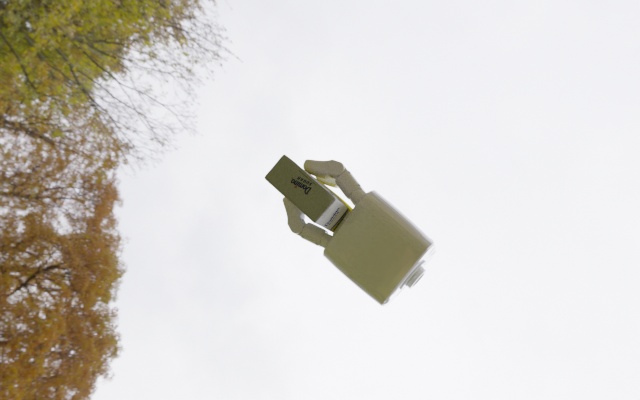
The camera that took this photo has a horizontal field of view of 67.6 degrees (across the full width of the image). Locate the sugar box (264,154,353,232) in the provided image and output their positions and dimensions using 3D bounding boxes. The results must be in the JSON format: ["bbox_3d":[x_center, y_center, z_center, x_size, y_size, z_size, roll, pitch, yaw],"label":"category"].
[{"bbox_3d":[0.001,0.002,0.650,0.093,0.048,0.176,41,0,20],"label":"sugar box"}]
